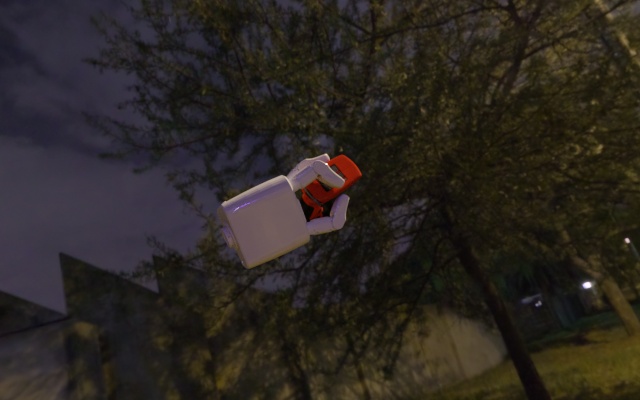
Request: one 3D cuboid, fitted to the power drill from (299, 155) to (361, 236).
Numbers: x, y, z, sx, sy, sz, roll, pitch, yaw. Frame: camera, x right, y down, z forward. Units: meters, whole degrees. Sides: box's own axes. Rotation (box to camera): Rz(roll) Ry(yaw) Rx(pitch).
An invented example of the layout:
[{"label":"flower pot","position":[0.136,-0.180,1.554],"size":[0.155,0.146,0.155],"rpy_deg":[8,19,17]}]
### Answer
[{"label":"power drill","position":[0.000,0.003,0.844],"size":[0.184,0.057,0.188],"rpy_deg":[-34,-15,-37]}]
